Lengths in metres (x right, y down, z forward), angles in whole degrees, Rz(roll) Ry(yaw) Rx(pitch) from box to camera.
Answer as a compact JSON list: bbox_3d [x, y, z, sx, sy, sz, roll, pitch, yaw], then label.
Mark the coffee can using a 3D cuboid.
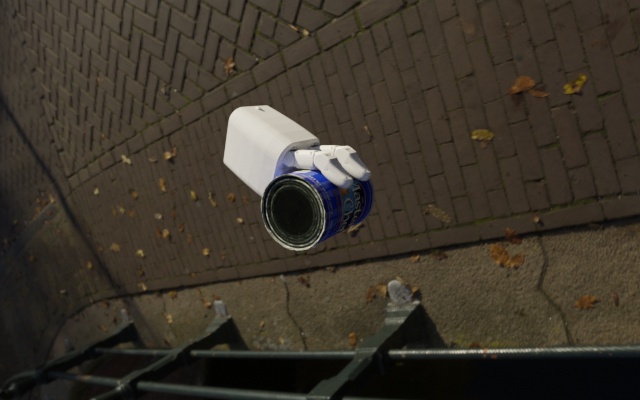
[{"bbox_3d":[0.000,0.002,0.672,0.103,0.103,0.140,0,12,33],"label":"coffee can"}]
